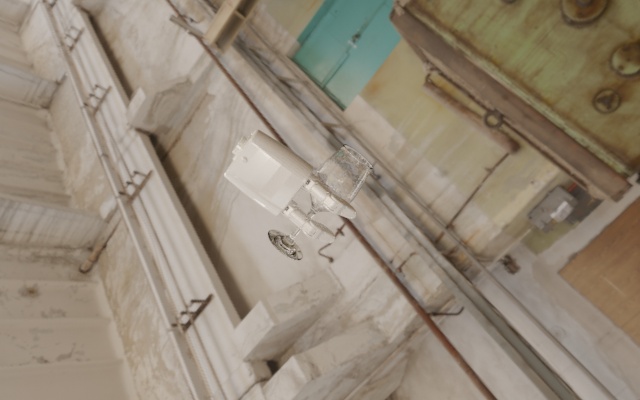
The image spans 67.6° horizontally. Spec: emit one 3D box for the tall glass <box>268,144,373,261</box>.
[{"bbox_3d":[0.000,0.003,0.792,0.079,0.201,0.079,36,16,-12],"label":"tall glass"}]
